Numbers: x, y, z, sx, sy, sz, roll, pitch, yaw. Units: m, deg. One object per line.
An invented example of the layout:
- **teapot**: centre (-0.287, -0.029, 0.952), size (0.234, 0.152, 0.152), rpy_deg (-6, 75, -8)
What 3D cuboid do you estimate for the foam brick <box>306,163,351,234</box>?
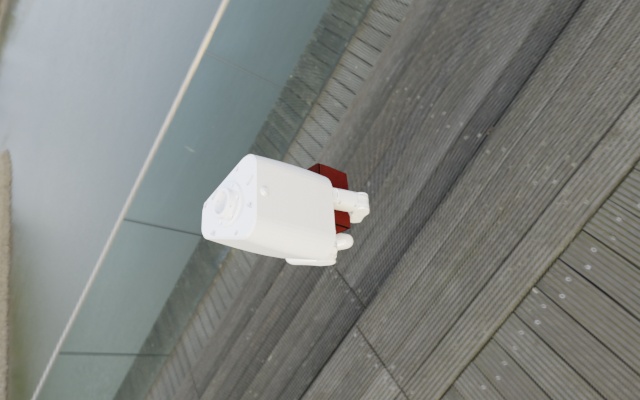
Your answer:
- **foam brick**: centre (0.000, 0.002, 0.595), size (0.051, 0.078, 0.053), rpy_deg (18, -32, -39)
